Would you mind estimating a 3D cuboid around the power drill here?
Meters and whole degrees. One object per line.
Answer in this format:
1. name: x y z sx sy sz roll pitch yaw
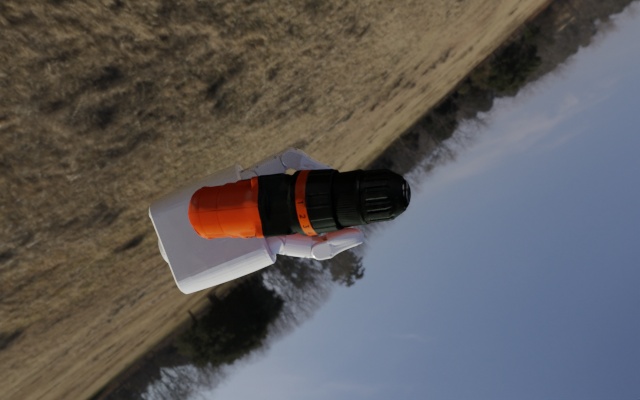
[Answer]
1. power drill: 0.000 0.002 0.448 0.184 0.057 0.187 -4 -2 18
